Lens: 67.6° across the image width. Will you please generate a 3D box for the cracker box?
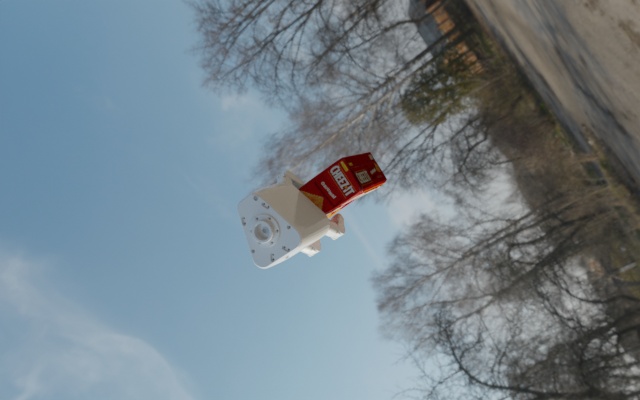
[{"bbox_3d":[0.000,0.003,0.855,0.214,0.072,0.164,-34,-4,23],"label":"cracker box"}]
